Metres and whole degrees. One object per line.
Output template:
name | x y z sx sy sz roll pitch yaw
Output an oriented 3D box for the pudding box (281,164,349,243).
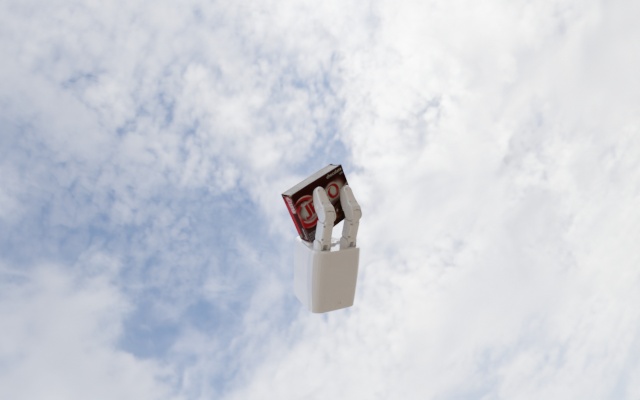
pudding box | 0.000 0.003 0.800 0.113 0.090 0.039 -35 26 -28
